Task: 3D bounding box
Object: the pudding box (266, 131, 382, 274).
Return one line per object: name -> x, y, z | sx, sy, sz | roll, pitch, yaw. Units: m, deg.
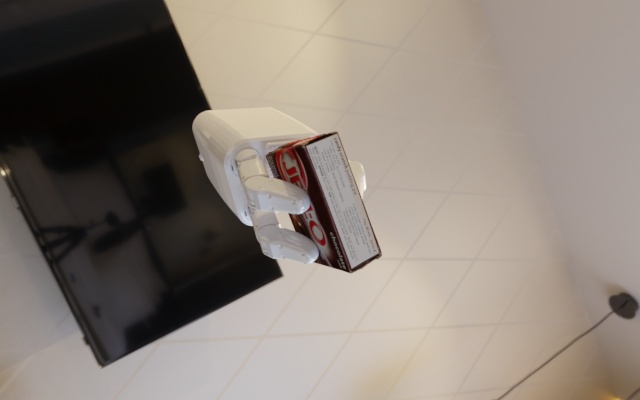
pudding box -> 0.000, 0.001, 0.416 | 0.039, 0.113, 0.090 | -27, 11, -22
